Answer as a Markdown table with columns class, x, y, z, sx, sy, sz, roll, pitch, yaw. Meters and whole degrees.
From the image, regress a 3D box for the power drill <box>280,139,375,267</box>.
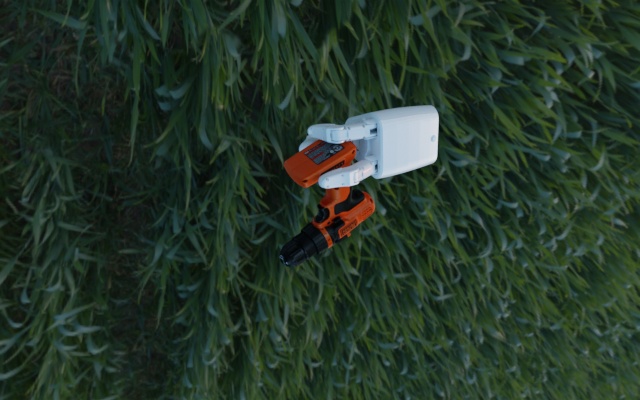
| class | x | y | z | sx | sy | sz | roll | pitch | yaw |
| --- | --- | --- | --- | --- | --- | --- | --- | --- | --- |
| power drill | 0.000 | 0.002 | 0.732 | 0.184 | 0.188 | 0.057 | -36 | 53 | -20 |
